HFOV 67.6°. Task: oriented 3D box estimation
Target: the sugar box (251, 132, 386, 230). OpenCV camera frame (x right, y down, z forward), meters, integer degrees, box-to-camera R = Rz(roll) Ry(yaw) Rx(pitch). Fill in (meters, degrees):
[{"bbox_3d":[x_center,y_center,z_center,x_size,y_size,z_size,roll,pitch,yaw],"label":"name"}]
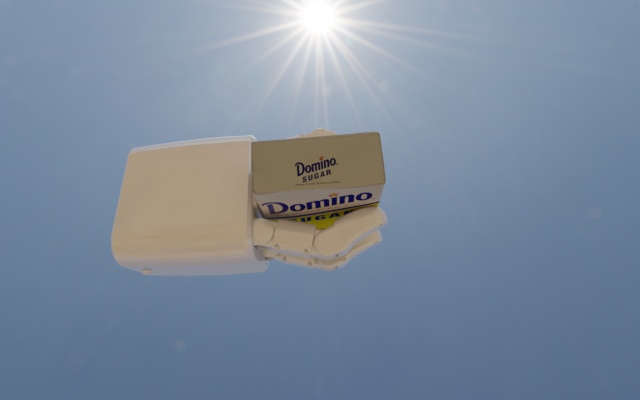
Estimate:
[{"bbox_3d":[0.000,0.002,0.406,0.093,0.048,0.176,-5,-16,1],"label":"sugar box"}]
